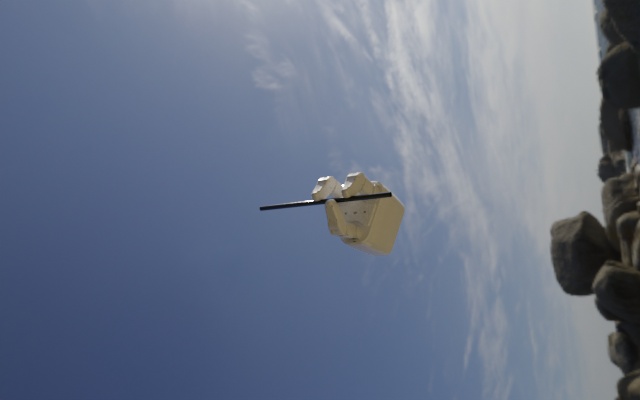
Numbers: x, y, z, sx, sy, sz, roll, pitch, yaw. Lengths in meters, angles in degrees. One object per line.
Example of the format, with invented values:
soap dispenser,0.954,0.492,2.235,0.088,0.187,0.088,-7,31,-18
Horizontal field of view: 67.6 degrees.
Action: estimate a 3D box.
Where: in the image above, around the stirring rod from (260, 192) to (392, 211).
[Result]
stirring rod,0.000,0.003,0.756,0.239,0.011,0.011,-6,-3,31
